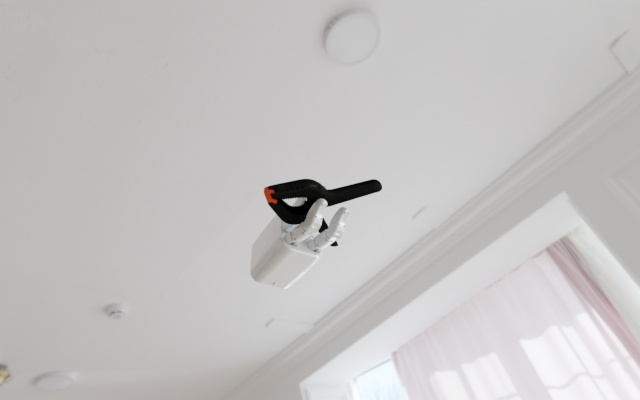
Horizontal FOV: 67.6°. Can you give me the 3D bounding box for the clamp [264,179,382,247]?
[{"bbox_3d":[-0.001,0.002,0.838,0.210,0.164,0.036,21,30,-39],"label":"clamp"}]
